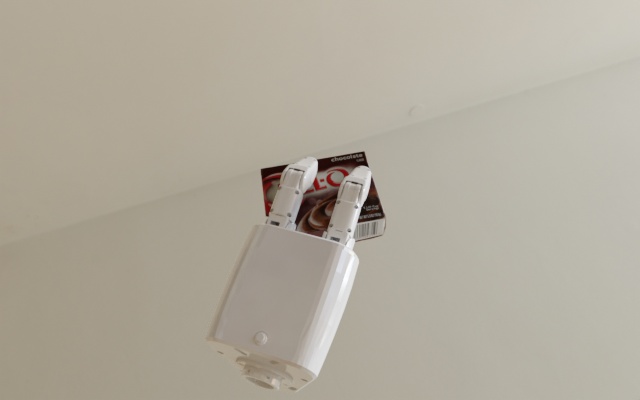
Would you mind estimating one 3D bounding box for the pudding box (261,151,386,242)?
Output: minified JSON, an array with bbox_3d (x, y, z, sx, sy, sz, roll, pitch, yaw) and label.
[{"bbox_3d":[0.000,0.002,0.477,0.113,0.090,0.039,-9,-38,-5],"label":"pudding box"}]
